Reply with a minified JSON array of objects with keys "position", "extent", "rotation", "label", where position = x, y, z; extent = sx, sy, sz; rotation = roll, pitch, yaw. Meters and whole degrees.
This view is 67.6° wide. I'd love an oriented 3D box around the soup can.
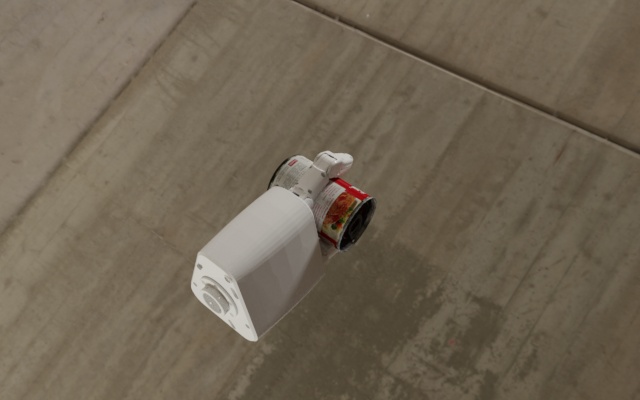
[{"position":[0.000,0.001,0.523],"extent":[0.102,0.068,0.068],"rotation":[32,13,21],"label":"soup can"}]
